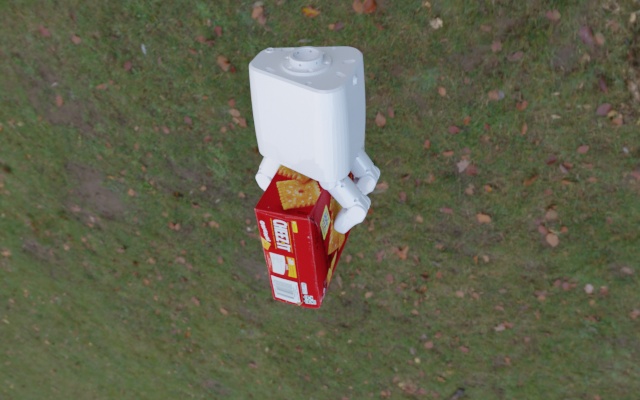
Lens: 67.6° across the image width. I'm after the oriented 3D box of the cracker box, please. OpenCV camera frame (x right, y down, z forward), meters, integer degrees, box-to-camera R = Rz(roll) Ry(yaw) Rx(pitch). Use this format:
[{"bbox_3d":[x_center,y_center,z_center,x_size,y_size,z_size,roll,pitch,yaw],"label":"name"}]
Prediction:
[{"bbox_3d":[0.000,0.002,0.605,0.072,0.164,0.213,11,45,16],"label":"cracker box"}]
